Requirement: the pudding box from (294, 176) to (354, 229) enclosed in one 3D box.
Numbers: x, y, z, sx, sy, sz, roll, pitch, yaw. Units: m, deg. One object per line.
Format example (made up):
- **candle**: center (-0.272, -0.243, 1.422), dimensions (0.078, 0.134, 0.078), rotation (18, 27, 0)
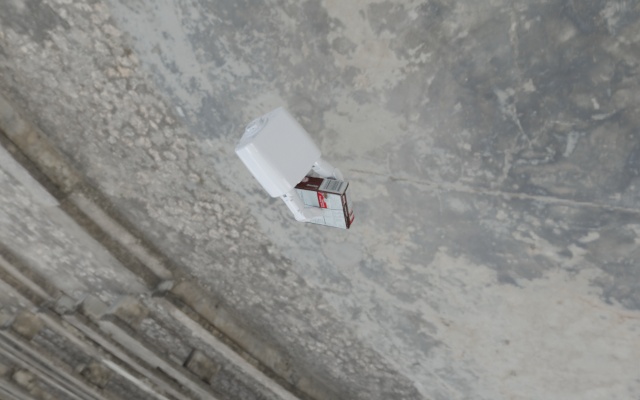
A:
- **pudding box**: center (0.000, 0.003, 0.873), dimensions (0.113, 0.090, 0.039), rotation (10, 47, 24)
